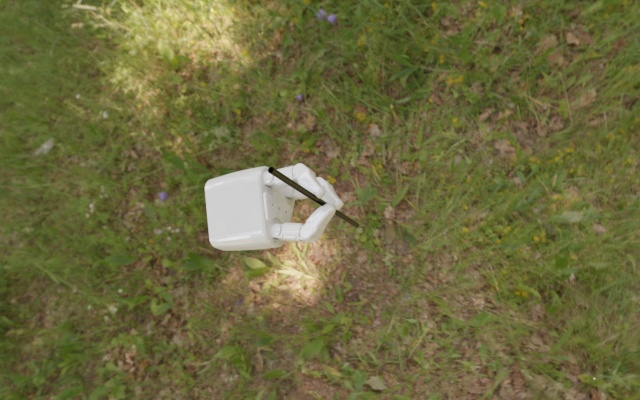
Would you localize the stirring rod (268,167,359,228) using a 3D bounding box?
[{"bbox_3d":[0.000,0.002,0.645,0.011,0.011,0.240,0,-18,30],"label":"stirring rod"}]
